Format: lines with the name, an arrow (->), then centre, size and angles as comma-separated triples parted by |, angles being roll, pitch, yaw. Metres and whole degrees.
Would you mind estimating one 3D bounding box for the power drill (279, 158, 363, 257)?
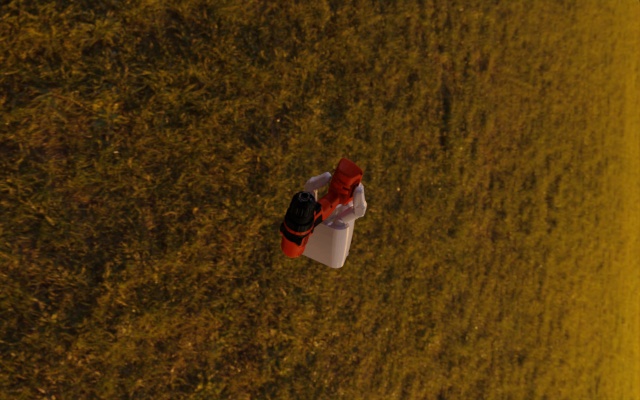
power drill -> 0.000, 0.003, 0.877 | 0.187, 0.057, 0.184 | -43, -15, -32
